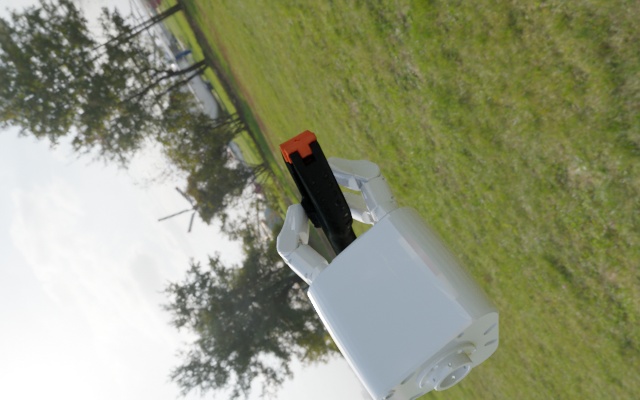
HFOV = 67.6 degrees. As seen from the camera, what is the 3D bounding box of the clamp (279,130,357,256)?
[{"bbox_3d":[-0.001,0.002,0.460,0.036,0.164,0.210,-31,-40,-5],"label":"clamp"}]
